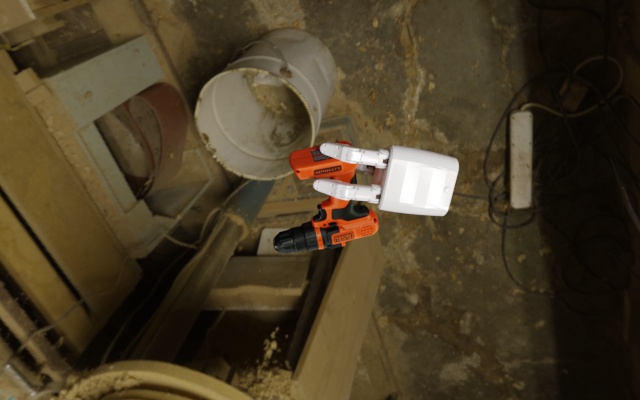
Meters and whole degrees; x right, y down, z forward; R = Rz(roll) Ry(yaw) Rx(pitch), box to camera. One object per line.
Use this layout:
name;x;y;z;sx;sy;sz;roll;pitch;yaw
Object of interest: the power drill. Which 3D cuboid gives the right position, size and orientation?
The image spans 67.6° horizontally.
power drill;0.000;0.002;0.780;0.184;0.188;0.057;-14;40;-6
